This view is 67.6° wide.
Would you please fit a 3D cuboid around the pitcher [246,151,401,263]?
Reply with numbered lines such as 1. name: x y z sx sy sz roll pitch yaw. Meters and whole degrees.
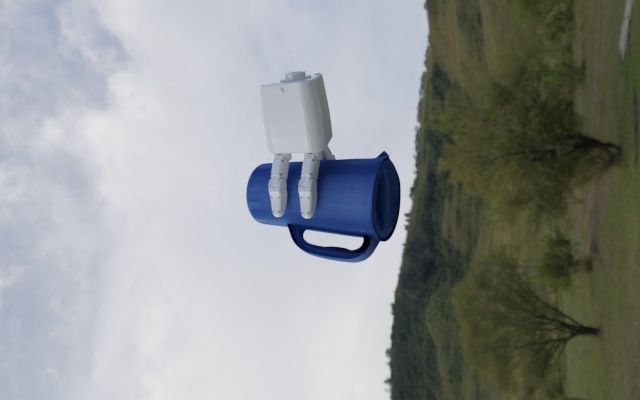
1. pitcher: 0.000 0.002 0.786 0.243 0.145 0.149 2 23 27
